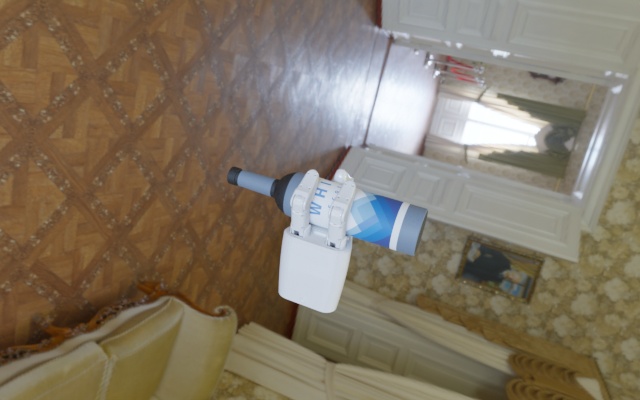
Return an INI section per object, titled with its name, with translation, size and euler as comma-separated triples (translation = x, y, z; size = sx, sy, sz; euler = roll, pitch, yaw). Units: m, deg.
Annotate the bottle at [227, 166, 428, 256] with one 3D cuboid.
[bottle]
translation = 0.000, 0.002, 0.683
size = 0.295, 0.069, 0.069
euler = 17, 5, 16
